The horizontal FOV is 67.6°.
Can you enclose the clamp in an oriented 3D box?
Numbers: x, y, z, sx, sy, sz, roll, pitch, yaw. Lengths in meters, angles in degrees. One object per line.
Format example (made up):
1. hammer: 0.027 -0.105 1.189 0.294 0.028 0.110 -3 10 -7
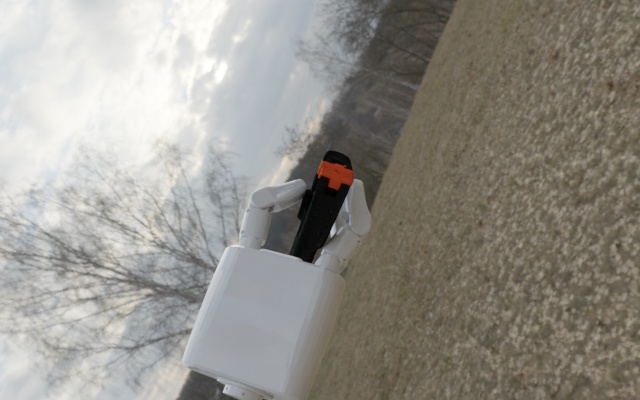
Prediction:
1. clamp: -0.001 0.001 0.475 0.036 0.164 0.210 18 -26 -3
